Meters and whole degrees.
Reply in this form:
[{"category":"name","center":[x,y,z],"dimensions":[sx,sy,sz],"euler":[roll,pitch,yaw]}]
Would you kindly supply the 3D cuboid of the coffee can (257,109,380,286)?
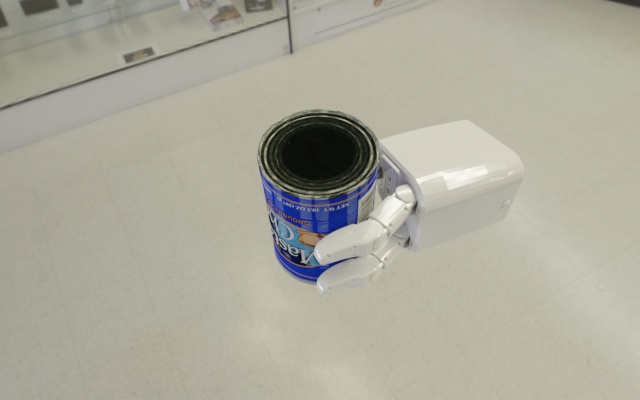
[{"category":"coffee can","center":[0.000,0.002,0.449],"dimensions":[0.103,0.102,0.140],"euler":[0,-38,2]}]
